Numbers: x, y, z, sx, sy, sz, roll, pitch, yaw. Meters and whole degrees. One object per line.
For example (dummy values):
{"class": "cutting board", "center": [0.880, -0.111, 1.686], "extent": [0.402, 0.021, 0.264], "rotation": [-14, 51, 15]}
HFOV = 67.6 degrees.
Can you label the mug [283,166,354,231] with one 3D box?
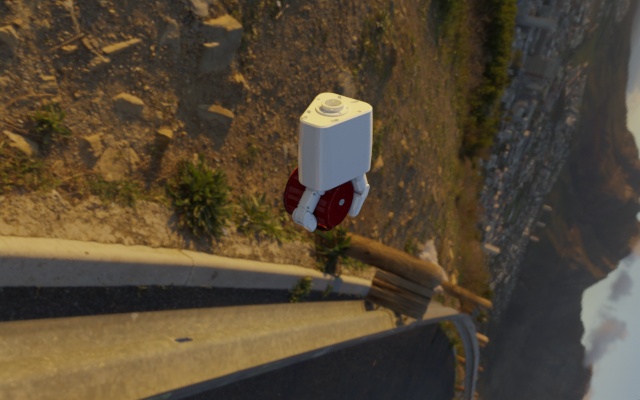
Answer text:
{"class": "mug", "center": [0.000, 0.004, 0.775], "extent": [0.081, 0.117, 0.093], "rotation": [22, 41, 27]}
